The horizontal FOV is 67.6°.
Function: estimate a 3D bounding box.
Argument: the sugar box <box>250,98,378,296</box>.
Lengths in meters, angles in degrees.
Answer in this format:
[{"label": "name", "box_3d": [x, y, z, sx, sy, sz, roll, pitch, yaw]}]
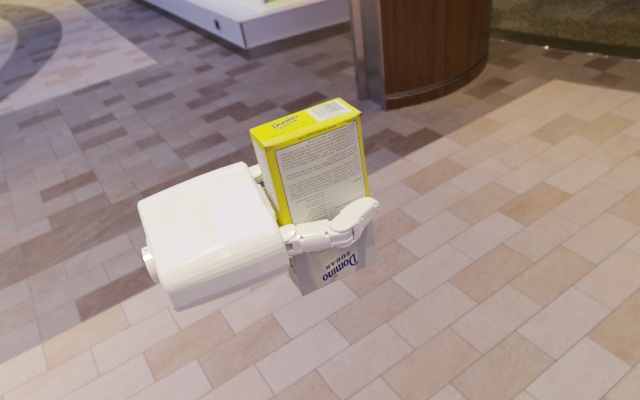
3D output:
[{"label": "sugar box", "box_3d": [0.000, 0.001, 0.459, 0.093, 0.176, 0.048, -22, 39, -16]}]
